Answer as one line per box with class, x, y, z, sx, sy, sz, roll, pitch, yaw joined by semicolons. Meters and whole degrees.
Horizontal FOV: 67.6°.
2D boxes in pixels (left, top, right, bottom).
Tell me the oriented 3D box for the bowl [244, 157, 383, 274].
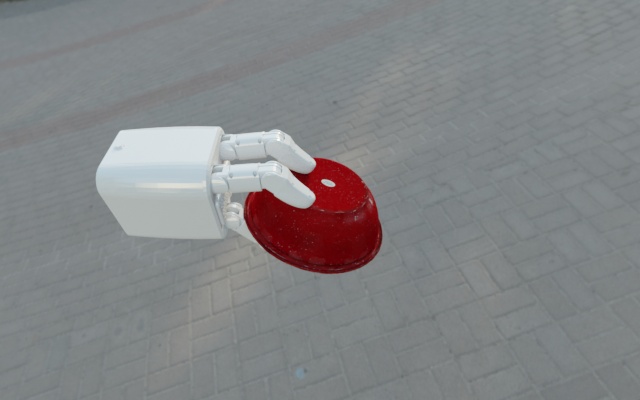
bowl;0.001;0.001;0.524;0.162;0.055;0.162;12;39;-10
